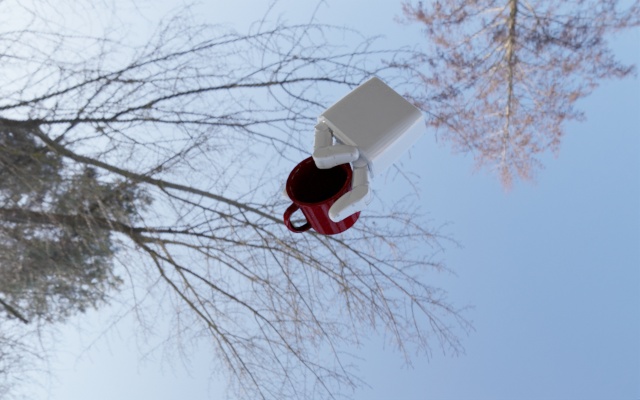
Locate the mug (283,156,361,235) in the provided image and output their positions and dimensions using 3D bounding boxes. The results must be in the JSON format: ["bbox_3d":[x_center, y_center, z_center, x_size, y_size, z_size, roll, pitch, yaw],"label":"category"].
[{"bbox_3d":[-0.001,0.003,0.660,0.093,0.117,0.082,39,-16,40],"label":"mug"}]
